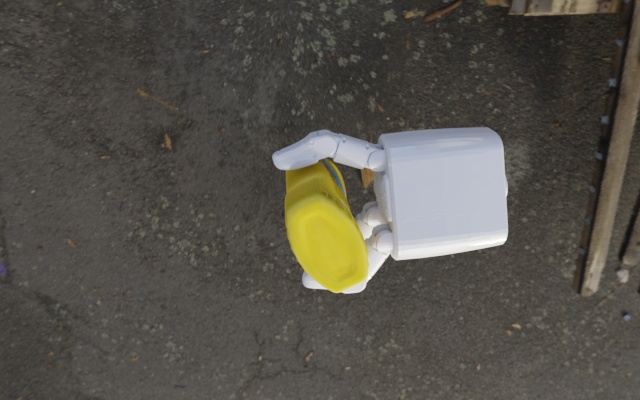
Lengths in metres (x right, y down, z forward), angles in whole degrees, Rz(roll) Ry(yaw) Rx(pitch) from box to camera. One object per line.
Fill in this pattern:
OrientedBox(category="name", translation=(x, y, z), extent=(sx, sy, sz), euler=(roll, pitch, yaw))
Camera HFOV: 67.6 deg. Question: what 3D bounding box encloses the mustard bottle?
OrientedBox(category="mustard bottle", translation=(0.000, 0.002, 0.475), extent=(0.058, 0.096, 0.191), euler=(-28, 22, 8))
